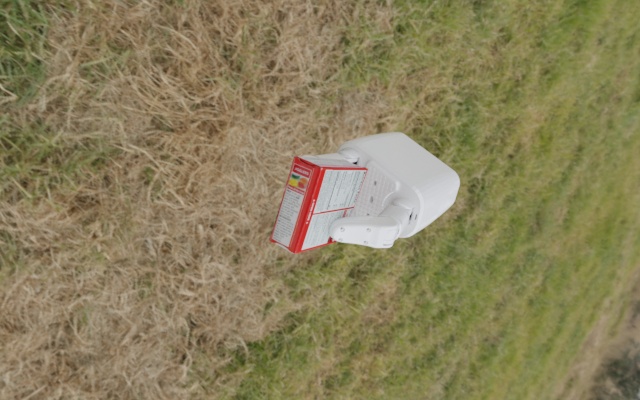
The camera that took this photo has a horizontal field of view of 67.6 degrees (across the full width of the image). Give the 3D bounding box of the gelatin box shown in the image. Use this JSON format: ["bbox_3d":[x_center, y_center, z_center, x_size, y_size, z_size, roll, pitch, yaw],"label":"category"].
[{"bbox_3d":[0.000,0.002,0.408,0.030,0.073,0.089,24,15,25],"label":"gelatin box"}]
